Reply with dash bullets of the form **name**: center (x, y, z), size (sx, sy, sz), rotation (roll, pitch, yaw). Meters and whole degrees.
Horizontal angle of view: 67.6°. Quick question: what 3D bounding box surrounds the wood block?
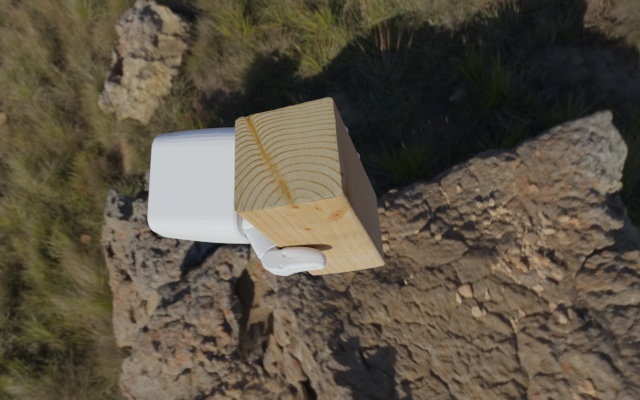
- **wood block**: center (0.000, 0.002, 0.471), size (0.090, 0.090, 0.206), rotation (-10, -24, 13)
